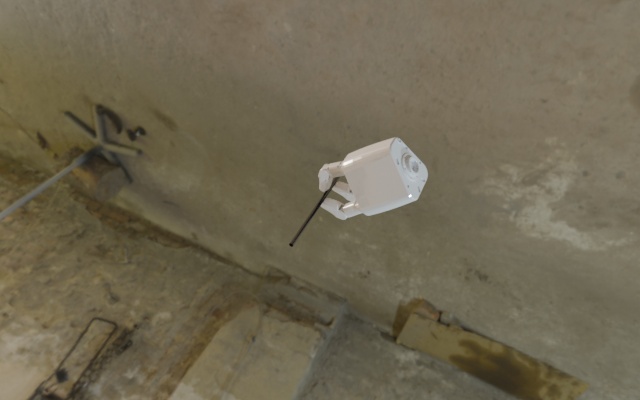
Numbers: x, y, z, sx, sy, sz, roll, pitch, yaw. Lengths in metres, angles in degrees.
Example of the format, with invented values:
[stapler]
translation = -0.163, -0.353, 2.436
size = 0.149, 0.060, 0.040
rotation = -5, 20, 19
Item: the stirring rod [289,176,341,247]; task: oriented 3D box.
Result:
[stirring rod]
translation = 0.000, 0.003, 0.898
size = 0.011, 0.011, 0.239
rotation = 0, 38, 32
